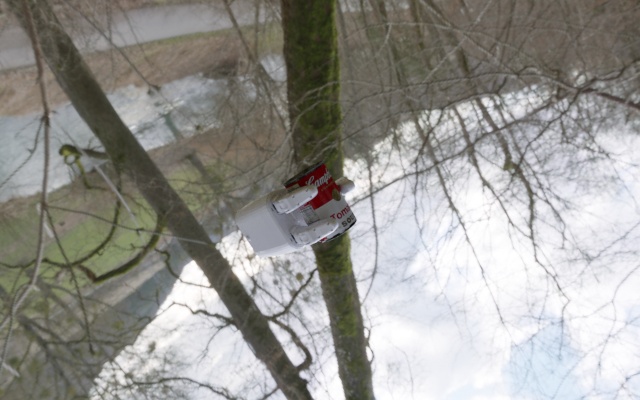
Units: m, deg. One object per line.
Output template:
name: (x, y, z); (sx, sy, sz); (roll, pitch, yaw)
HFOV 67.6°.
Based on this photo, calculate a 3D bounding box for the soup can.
soup can: (0.001, 0.002, 0.699); (0.068, 0.102, 0.068); (-30, 8, 5)
